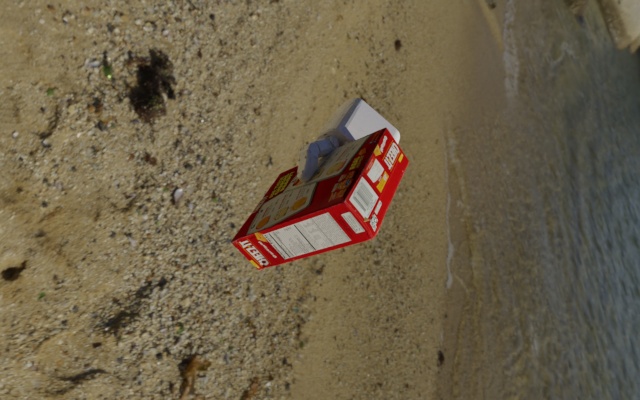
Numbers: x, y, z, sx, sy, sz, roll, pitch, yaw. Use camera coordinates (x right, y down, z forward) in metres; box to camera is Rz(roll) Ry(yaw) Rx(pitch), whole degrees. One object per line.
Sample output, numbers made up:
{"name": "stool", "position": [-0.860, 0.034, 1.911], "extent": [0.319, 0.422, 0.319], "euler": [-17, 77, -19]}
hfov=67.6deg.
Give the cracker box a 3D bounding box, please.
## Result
{"name": "cracker box", "position": [0.000, 0.002, 0.660], "extent": [0.214, 0.072, 0.164], "euler": [-21, 27, 40]}
